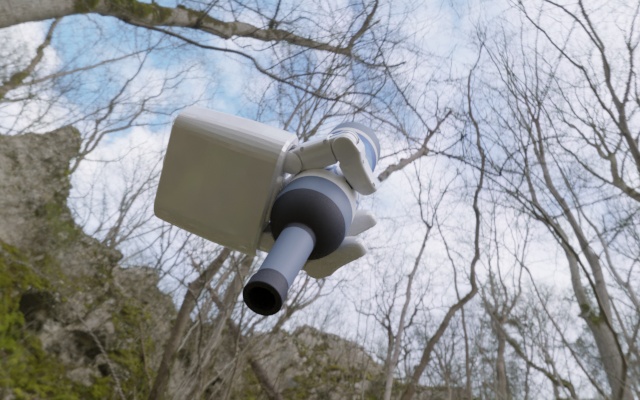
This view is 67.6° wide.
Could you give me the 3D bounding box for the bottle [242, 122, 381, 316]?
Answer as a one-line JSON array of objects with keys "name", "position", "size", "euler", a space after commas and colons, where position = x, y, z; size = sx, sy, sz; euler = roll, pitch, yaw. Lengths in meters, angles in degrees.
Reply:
[{"name": "bottle", "position": [0.000, 0.001, 0.432], "size": [0.069, 0.069, 0.295], "euler": [0, 25, 16]}]
